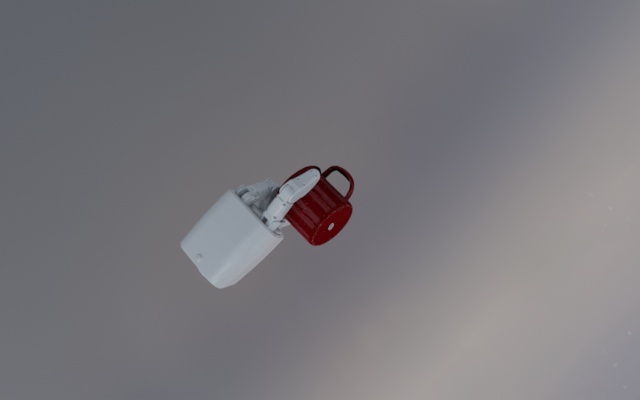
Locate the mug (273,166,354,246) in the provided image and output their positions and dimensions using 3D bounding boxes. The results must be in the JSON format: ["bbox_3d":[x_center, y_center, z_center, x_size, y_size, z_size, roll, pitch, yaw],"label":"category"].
[{"bbox_3d":[0.001,0.001,0.686,0.081,0.117,0.093,45,-1,23],"label":"mug"}]
